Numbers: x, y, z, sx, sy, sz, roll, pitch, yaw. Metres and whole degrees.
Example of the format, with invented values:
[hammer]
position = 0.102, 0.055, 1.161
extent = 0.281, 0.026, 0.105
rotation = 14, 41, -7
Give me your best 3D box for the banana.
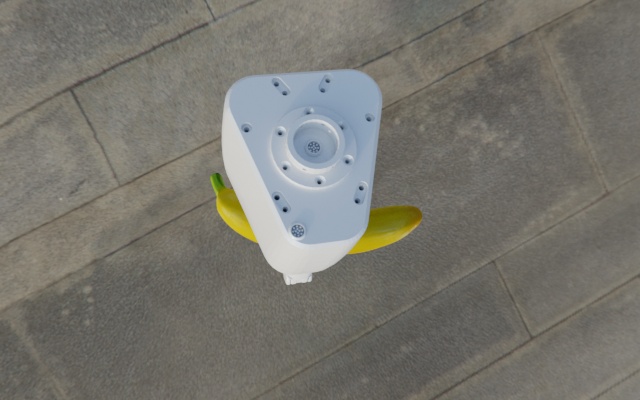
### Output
[banana]
position = -0.006, 0.016, 0.417
extent = 0.198, 0.069, 0.037
rotation = 11, -32, -3
